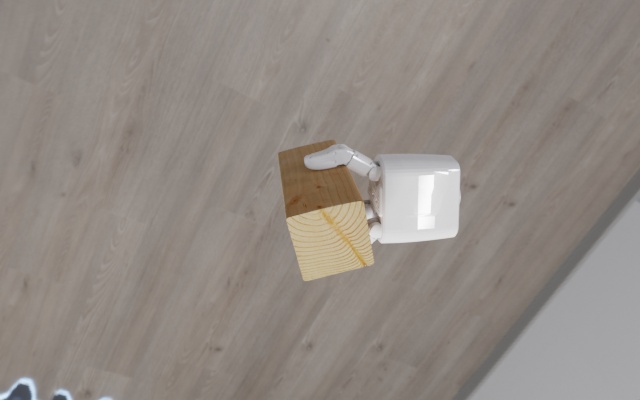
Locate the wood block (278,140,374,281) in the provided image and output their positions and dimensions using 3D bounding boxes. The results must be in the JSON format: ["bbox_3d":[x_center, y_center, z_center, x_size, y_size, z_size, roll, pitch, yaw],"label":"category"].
[{"bbox_3d":[0.000,0.002,0.634,0.090,0.091,0.206,-13,27,-1],"label":"wood block"}]
